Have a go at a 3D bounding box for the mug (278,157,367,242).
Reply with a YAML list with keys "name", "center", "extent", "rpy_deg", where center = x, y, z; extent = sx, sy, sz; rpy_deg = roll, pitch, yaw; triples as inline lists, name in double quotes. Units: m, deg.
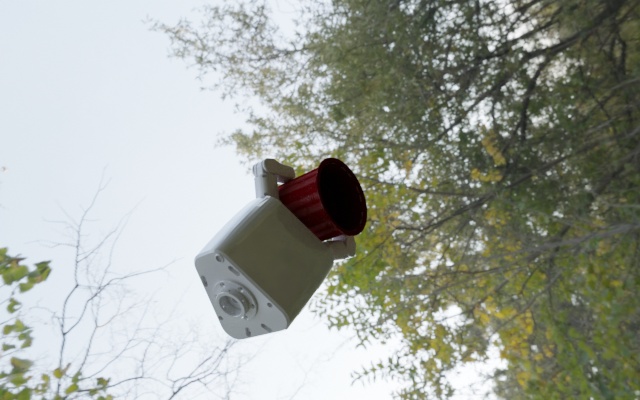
- name: "mug"
  center: [0.000, 0.001, 0.568]
  extent: [0.081, 0.093, 0.117]
  rpy_deg: [-22, 16, 34]
